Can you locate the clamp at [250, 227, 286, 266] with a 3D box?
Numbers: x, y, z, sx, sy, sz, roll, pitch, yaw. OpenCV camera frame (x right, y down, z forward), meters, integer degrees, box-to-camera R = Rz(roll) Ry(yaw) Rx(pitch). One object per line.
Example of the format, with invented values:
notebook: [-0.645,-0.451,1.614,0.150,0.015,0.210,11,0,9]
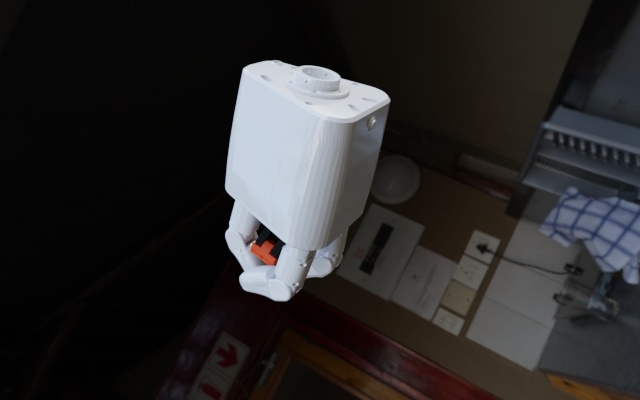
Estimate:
clamp: [-0.001,0.001,0.469,0.039,0.120,0.171,26,33,19]
